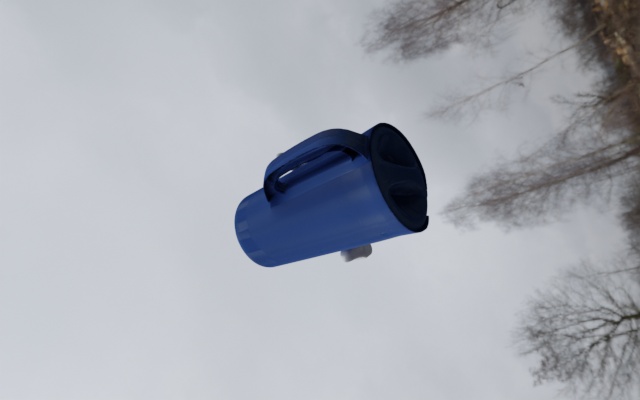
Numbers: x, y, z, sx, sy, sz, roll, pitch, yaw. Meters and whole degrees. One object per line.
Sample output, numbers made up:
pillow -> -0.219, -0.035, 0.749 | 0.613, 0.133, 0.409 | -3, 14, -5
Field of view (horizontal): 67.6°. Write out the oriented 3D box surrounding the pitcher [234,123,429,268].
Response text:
pitcher -> 0.000, 0.002, 0.602 | 0.243, 0.149, 0.145 | -22, 5, 34
